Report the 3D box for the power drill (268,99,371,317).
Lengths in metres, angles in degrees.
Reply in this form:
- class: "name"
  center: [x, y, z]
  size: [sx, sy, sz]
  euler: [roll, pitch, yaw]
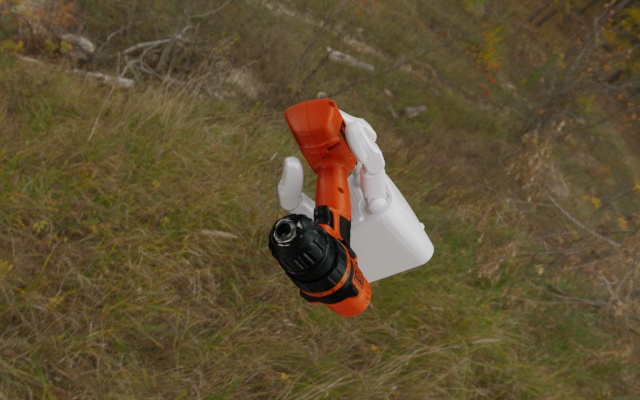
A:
- class: "power drill"
  center: [0.000, 0.001, 0.446]
  size: [0.057, 0.187, 0.184]
  euler: [-9, -29, 14]
